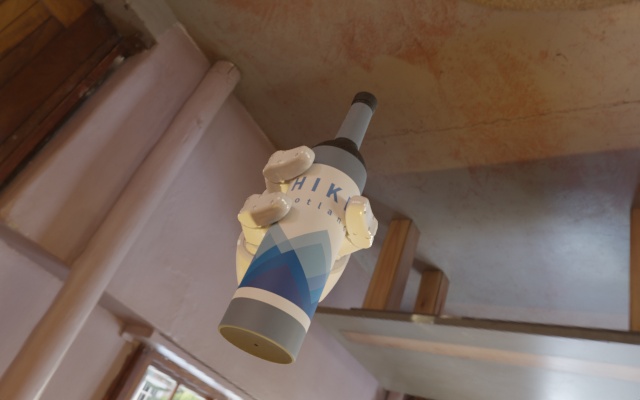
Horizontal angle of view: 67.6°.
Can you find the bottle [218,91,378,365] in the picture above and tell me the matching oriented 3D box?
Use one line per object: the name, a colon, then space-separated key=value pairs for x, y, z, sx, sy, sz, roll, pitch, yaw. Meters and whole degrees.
bottle: x=0.000 y=0.002 z=0.454 sx=0.069 sy=0.295 sz=0.069 roll=17 pitch=-33 yaw=11
